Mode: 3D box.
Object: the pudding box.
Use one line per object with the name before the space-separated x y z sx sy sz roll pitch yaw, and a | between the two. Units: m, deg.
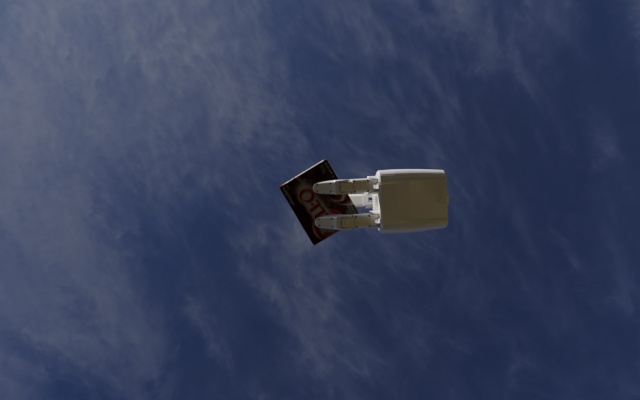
pudding box | 0.000 0.002 0.775 0.090 0.113 0.039 -31 1 3
